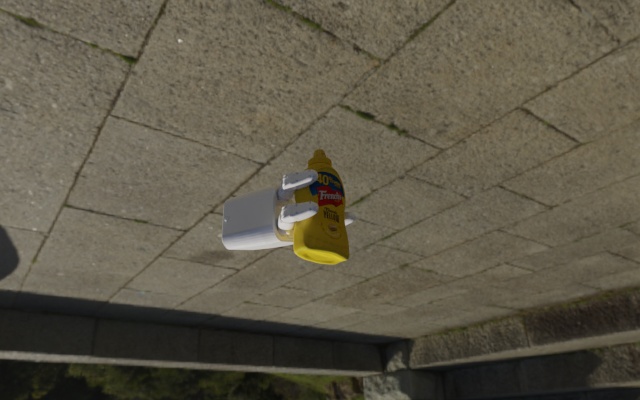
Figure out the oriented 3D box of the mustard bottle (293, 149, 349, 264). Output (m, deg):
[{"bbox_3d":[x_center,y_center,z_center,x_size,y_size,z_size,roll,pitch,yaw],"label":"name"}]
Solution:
[{"bbox_3d":[0.000,0.003,0.779,0.096,0.191,0.058,19,-33,-37],"label":"mustard bottle"}]
